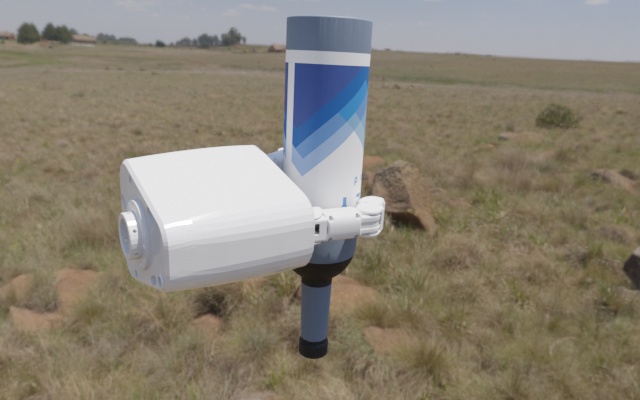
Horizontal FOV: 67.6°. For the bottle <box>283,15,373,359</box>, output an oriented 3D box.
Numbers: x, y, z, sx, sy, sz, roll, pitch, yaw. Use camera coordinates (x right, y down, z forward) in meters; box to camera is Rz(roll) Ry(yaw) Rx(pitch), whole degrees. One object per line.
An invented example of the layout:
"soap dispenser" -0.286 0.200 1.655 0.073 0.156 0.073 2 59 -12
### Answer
"bottle" 0.000 0.001 0.410 0.069 0.296 0.069 3 17 -1
